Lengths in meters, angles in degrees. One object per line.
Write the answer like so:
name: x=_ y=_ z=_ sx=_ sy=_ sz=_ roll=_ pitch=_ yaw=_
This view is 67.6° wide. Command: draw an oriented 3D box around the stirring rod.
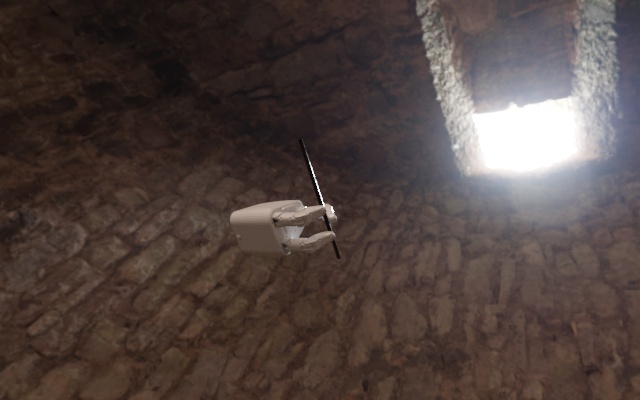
stirring rod: x=0.000 y=0.003 z=0.862 sx=0.011 sy=0.240 sz=0.011 roll=-16 pitch=22 yaw=6
